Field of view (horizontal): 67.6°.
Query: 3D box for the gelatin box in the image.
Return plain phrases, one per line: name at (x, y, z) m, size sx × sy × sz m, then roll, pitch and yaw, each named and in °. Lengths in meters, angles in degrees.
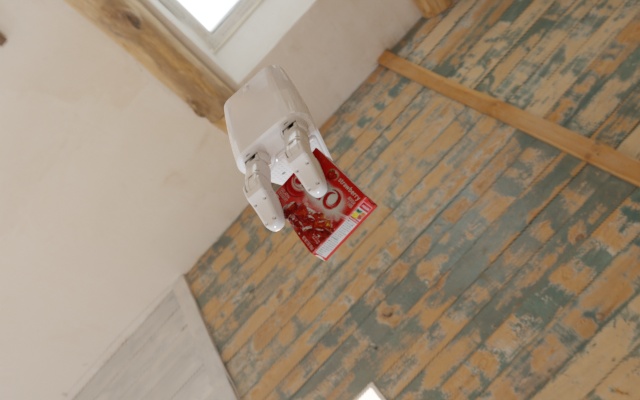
gelatin box at (0.000, 0.002, 0.464) m, size 0.030 × 0.073 × 0.089 m, roll 34°, pitch 11°, yaw -51°
